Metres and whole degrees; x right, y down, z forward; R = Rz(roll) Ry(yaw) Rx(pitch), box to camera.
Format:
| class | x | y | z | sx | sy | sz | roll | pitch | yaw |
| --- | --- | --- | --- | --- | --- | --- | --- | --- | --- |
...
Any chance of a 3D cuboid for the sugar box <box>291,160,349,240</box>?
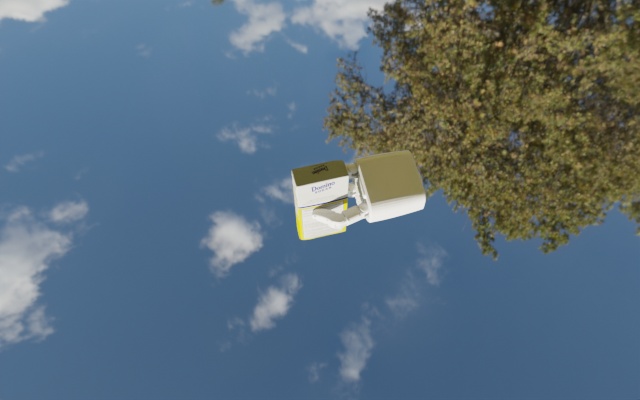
| class | x | y | z | sx | sy | sz | roll | pitch | yaw |
| --- | --- | --- | --- | --- | --- | --- | --- | --- | --- |
| sugar box | 0.000 | 0.002 | 0.864 | 0.093 | 0.048 | 0.176 | -12 | -37 | -8 |
